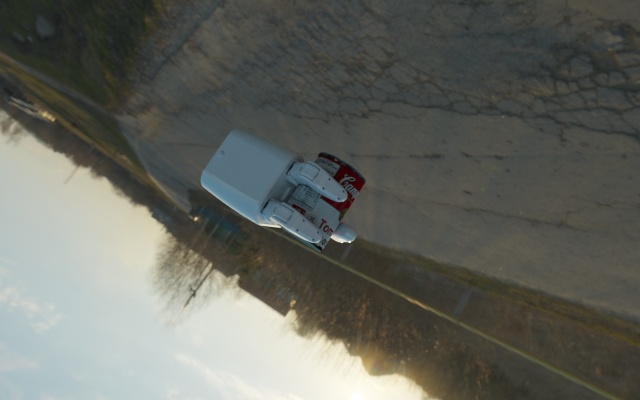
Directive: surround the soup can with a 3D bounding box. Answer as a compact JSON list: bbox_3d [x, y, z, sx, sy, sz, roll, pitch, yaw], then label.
[{"bbox_3d":[0.000,0.002,0.580,0.068,0.102,0.068,32,-8,5],"label":"soup can"}]
